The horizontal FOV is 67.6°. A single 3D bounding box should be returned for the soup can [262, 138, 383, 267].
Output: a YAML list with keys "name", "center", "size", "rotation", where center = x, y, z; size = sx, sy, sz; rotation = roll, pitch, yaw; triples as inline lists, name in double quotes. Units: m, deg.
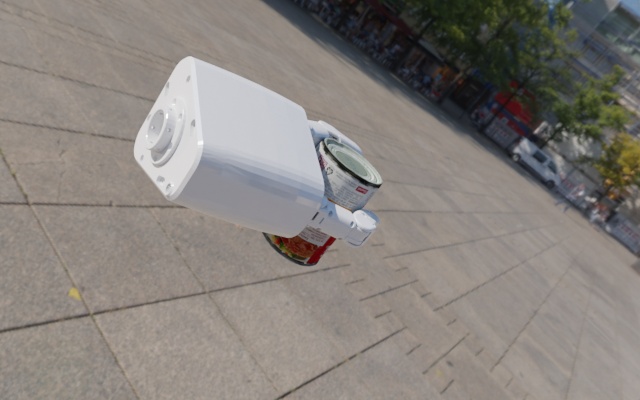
- name: "soup can"
  center: [0.001, 0.001, 0.441]
  size: [0.068, 0.102, 0.068]
  rotation: [33, 21, -14]
